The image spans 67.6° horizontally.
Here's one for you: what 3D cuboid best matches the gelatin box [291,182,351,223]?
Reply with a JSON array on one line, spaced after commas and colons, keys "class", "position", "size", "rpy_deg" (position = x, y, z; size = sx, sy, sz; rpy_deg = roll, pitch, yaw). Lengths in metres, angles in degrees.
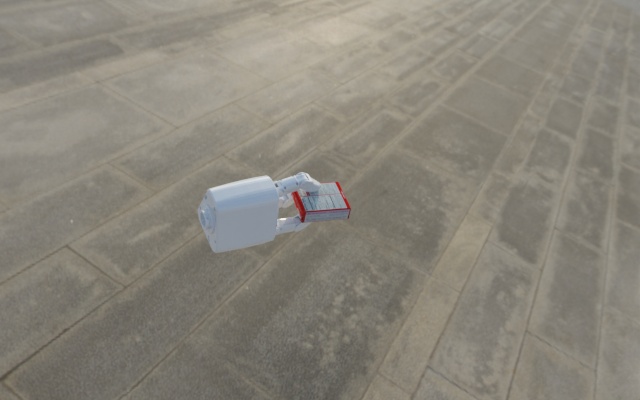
[{"class": "gelatin box", "position": [0.001, 0.002, 0.845], "size": [0.089, 0.030, 0.073], "rpy_deg": [-5, 44, -19]}]
